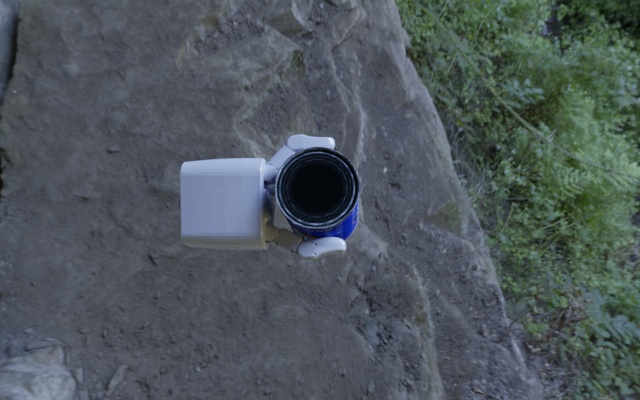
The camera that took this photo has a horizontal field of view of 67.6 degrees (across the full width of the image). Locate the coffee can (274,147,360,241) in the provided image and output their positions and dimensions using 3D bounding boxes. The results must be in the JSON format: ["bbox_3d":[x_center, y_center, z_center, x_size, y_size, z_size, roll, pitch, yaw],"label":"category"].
[{"bbox_3d":[0.000,0.002,0.630,0.103,0.102,0.140,0,-15,4],"label":"coffee can"}]
